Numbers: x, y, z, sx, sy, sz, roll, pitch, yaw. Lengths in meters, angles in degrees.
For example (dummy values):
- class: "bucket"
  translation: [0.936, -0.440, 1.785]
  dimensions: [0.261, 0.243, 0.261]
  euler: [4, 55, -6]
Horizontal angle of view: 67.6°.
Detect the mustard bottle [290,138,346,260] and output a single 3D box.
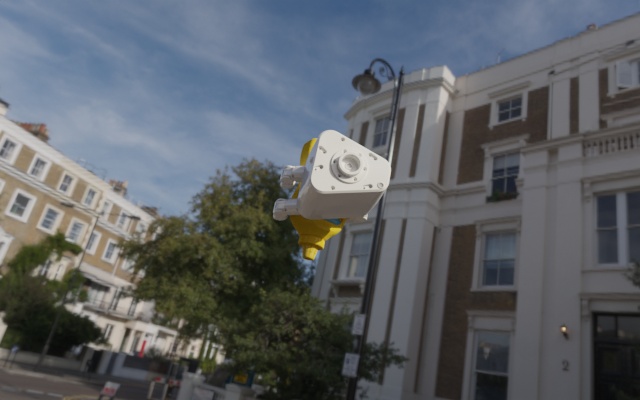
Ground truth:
- class: "mustard bottle"
  translation: [0.000, 0.002, 0.770]
  dimensions: [0.096, 0.191, 0.058]
  euler: [23, -23, -27]
